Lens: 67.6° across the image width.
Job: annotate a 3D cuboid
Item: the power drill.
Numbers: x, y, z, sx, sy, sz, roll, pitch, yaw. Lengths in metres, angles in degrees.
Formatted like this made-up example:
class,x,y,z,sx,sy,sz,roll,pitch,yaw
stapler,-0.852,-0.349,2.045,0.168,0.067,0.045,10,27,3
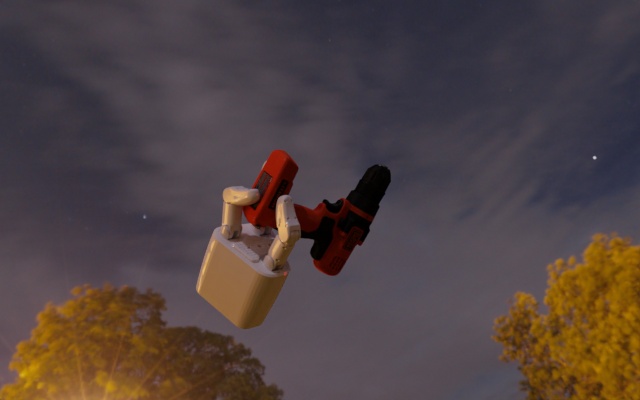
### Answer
class,x,y,z,sx,sy,sz,roll,pitch,yaw
power drill,0.000,0.002,0.676,0.188,0.184,0.057,28,2,-32
